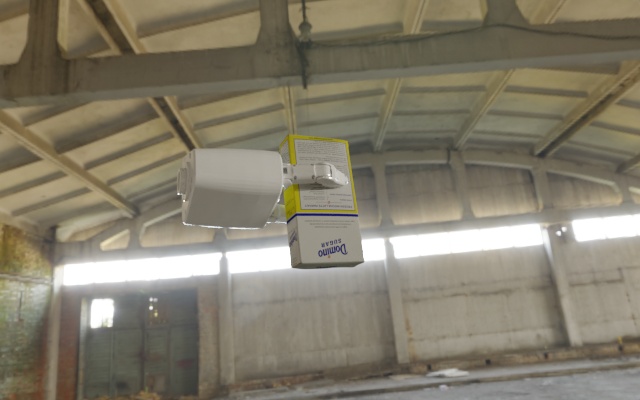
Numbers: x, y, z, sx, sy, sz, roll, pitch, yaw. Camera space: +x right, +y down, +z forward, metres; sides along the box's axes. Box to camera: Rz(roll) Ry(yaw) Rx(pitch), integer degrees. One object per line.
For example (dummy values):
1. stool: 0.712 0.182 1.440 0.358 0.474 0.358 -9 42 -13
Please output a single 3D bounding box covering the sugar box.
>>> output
1. sugar box: 0.000 0.002 0.641 0.093 0.176 0.048 2 -18 -23
